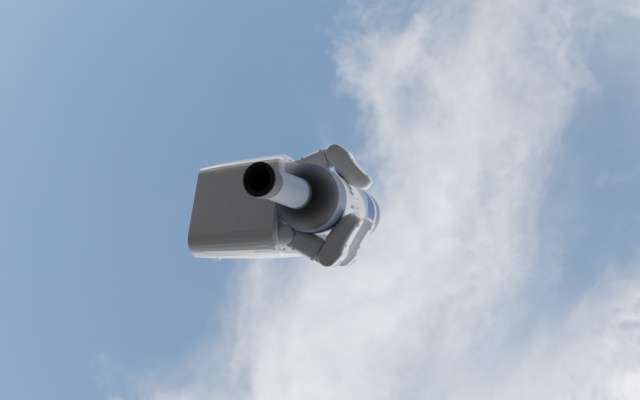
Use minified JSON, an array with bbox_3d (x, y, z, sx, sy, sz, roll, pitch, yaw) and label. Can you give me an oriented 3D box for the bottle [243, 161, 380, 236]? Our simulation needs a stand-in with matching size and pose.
[{"bbox_3d":[0.000,0.002,0.496,0.069,0.069,0.296,0,-7,19],"label":"bottle"}]
